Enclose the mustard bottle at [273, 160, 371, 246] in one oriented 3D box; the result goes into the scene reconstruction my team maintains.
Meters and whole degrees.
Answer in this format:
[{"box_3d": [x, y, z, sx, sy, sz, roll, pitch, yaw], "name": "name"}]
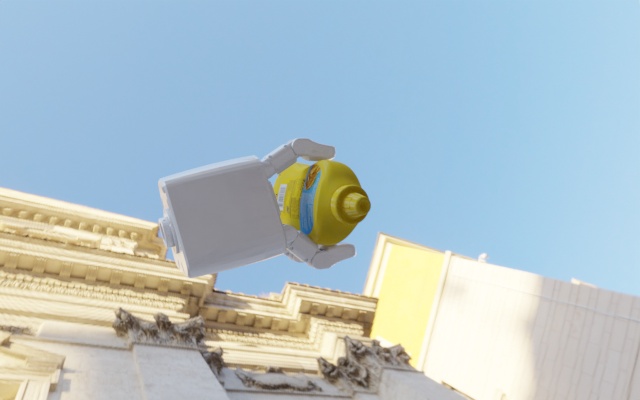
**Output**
[{"box_3d": [0.000, 0.002, 0.553, 0.058, 0.096, 0.191, 11, -3, -25], "name": "mustard bottle"}]
